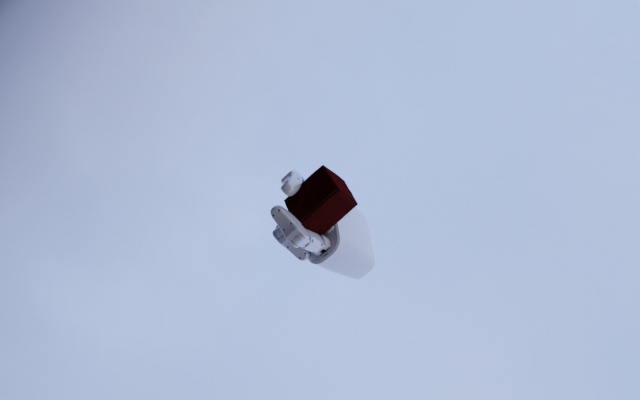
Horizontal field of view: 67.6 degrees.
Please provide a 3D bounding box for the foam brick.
[{"bbox_3d":[0.000,0.002,0.643,0.078,0.053,0.051,-41,-42,16],"label":"foam brick"}]
